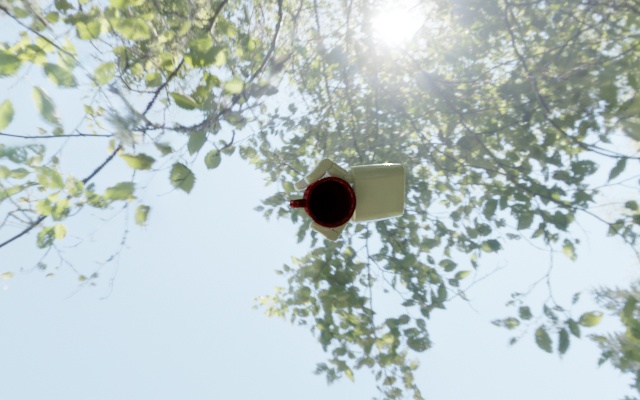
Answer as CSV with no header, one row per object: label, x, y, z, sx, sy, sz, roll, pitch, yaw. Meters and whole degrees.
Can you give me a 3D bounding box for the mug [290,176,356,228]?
mug,-0.001,0.003,0.896,0.117,0.093,0.081,-7,4,-12
